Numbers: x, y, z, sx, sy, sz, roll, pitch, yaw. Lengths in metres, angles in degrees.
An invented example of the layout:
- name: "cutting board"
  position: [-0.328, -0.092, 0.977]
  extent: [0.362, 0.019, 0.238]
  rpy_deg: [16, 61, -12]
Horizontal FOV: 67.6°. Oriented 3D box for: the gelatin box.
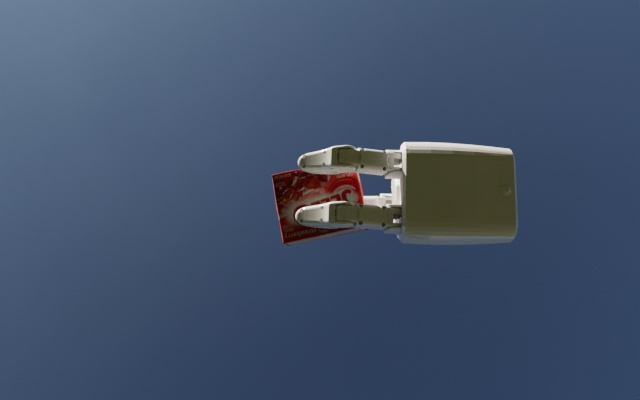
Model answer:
- name: "gelatin box"
  position: [0.000, 0.002, 0.490]
  extent: [0.089, 0.073, 0.030]
  rpy_deg: [-12, -13, 5]
